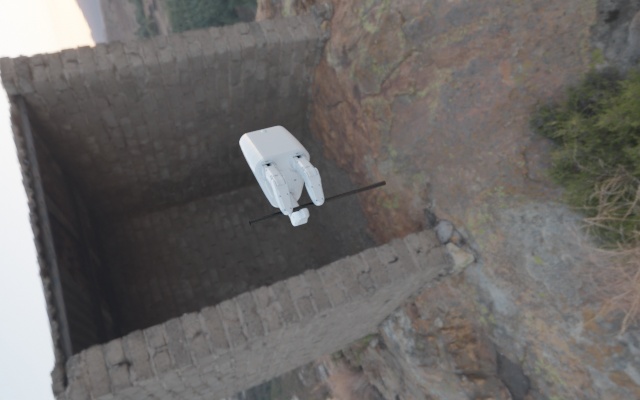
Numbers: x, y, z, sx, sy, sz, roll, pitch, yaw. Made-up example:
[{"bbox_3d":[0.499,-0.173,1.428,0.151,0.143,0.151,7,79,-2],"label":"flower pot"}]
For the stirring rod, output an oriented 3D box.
[{"bbox_3d":[0.000,0.002,0.777,0.239,0.011,0.011,-17,5,-18],"label":"stirring rod"}]
